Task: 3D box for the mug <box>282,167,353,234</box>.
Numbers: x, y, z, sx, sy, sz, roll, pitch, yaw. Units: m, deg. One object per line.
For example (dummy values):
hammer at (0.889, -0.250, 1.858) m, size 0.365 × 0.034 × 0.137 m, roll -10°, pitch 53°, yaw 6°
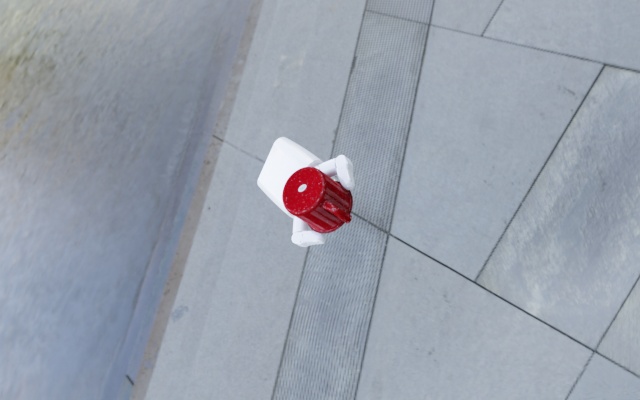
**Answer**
mug at (0.001, 0.003, 0.753) m, size 0.117 × 0.093 × 0.081 m, roll 35°, pitch 1°, yaw 38°
